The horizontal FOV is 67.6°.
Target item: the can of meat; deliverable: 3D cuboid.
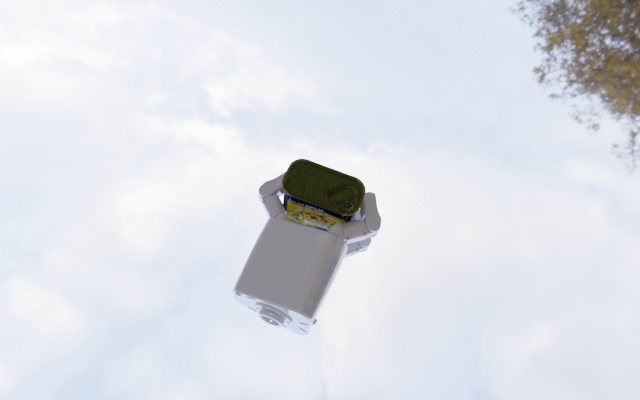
[{"bbox_3d":[0.000,0.002,0.624,0.102,0.057,0.084,20,-29,4],"label":"can of meat"}]
